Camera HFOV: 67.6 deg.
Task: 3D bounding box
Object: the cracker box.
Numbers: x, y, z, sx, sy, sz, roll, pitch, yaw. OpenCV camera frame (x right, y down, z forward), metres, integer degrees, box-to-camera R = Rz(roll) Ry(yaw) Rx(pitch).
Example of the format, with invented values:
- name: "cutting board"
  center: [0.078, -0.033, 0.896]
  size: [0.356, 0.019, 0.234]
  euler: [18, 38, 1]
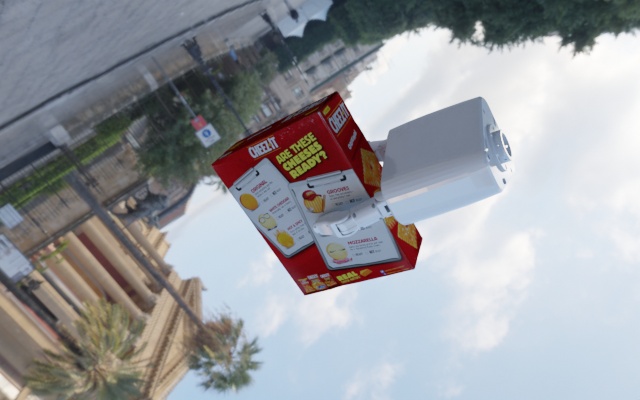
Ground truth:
- name: "cracker box"
  center: [0.000, 0.002, 0.573]
  size: [0.164, 0.214, 0.072]
  euler: [-20, 23, 32]
